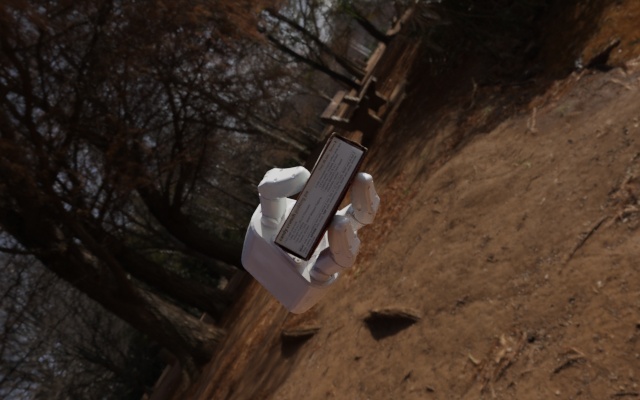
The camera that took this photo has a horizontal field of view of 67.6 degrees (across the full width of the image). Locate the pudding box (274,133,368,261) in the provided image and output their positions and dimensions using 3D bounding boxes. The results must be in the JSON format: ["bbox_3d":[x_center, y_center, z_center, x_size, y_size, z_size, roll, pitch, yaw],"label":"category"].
[{"bbox_3d":[0.000,0.001,0.449,0.039,0.113,0.090,27,-6,2],"label":"pudding box"}]
